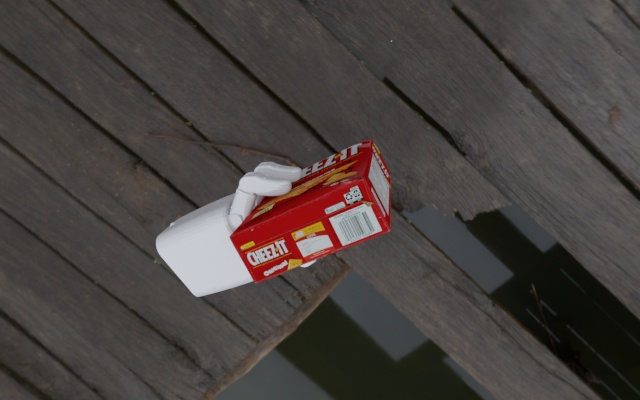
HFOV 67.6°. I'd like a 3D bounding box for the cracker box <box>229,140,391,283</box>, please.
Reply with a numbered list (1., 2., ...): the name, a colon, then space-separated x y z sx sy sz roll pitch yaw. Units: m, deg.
1. cracker box: 0.000 0.002 0.595 0.164 0.072 0.213 -23 13 15
